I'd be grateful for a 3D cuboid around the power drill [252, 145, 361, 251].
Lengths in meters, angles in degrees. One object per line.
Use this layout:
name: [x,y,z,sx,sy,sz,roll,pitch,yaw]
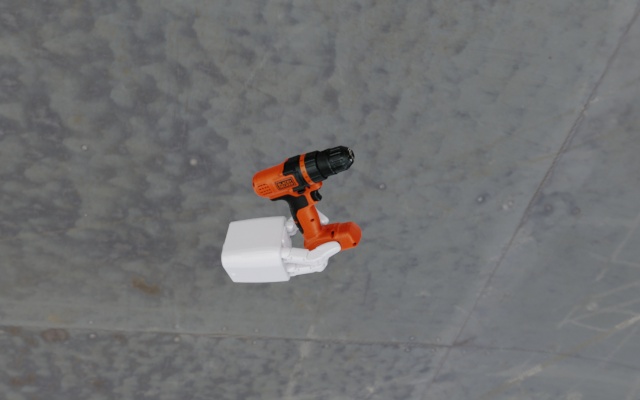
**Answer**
power drill: [0.000,0.003,0.815,0.184,0.188,0.057,-15,30,25]
